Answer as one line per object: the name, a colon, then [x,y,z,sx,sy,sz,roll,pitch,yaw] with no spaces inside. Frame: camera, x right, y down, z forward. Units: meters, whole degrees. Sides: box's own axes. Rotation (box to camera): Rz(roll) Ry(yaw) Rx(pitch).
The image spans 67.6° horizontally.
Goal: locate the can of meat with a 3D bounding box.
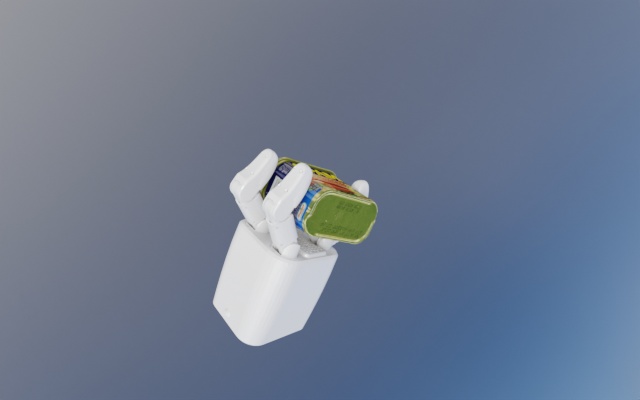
can of meat: [0.000,0.002,0.513,0.102,0.057,0.084,14,16,-43]
